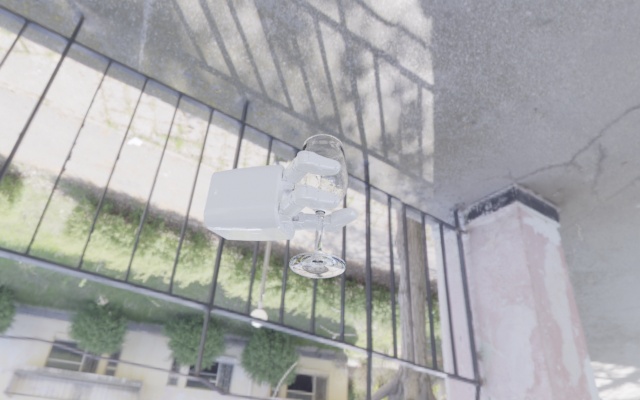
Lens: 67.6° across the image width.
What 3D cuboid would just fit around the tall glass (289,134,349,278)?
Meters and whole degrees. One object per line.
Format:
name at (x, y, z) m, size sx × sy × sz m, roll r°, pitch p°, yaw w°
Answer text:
tall glass at (0.000, 0.003, 0.673) m, size 0.079 × 0.201 × 0.079 m, roll 2°, pitch -33°, yaw 1°
